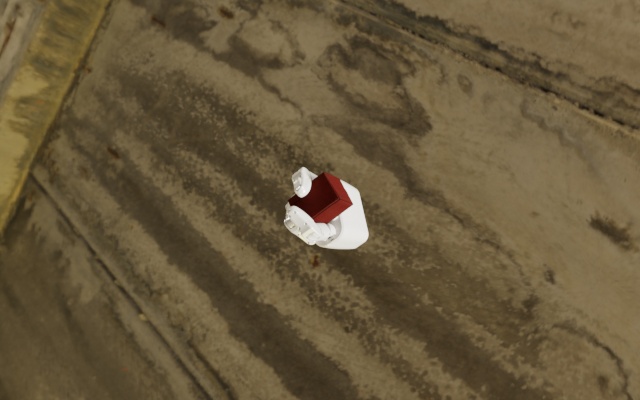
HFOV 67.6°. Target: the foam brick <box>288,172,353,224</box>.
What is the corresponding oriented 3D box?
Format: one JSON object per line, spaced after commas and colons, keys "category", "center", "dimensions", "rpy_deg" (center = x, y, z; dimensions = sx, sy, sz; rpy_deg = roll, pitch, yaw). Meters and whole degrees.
{"category": "foam brick", "center": [0.000, 0.002, 0.731], "dimensions": [0.078, 0.053, 0.051], "rpy_deg": [-37, -25, 20]}
